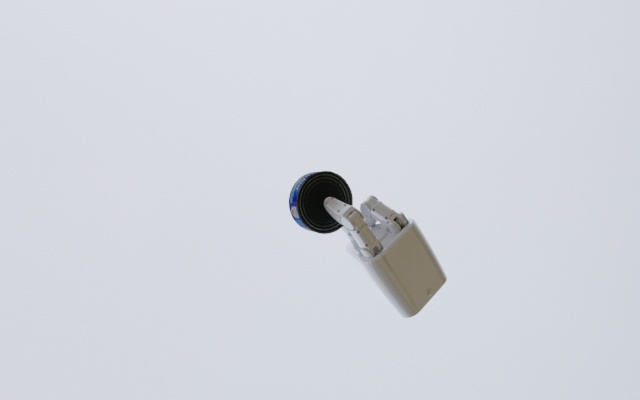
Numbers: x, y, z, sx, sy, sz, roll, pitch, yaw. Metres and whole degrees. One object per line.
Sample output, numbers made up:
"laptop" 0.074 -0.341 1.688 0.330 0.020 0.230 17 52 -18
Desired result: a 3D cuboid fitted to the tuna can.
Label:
"tuna can" 0.000 0.002 0.661 0.086 0.086 0.034 0 2 -27
